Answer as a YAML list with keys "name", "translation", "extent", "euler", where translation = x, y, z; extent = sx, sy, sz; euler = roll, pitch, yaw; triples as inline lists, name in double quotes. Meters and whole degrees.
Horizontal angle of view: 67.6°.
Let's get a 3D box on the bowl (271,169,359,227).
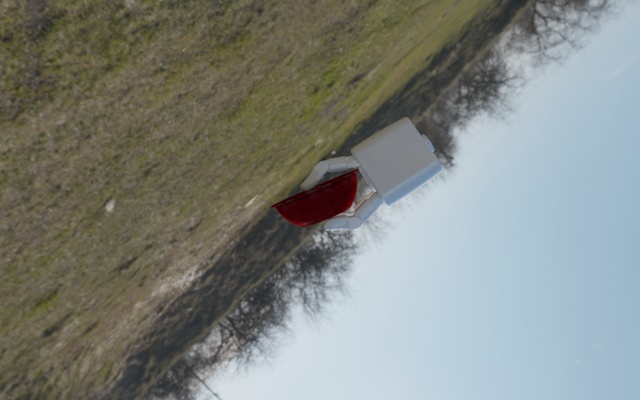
- name: "bowl"
  translation: [-0.001, 0.004, 0.805]
  extent: [0.162, 0.055, 0.162]
  euler: [-22, 3, 1]
